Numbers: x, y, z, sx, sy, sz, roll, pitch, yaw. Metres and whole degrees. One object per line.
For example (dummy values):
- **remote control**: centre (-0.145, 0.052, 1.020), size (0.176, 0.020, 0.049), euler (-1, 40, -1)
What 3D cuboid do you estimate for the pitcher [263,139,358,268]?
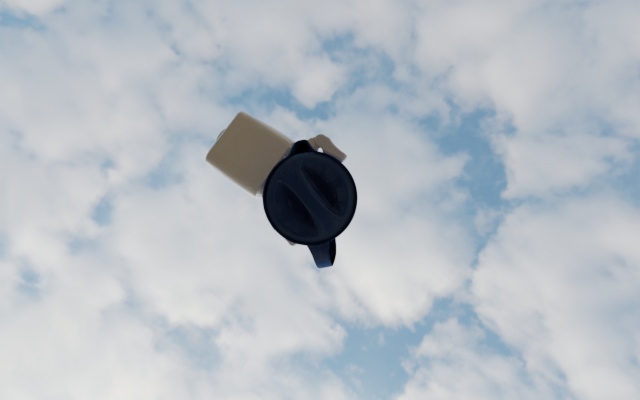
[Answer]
- **pitcher**: centre (0.000, 0.002, 0.774), size (0.145, 0.149, 0.243), euler (33, 6, 5)
